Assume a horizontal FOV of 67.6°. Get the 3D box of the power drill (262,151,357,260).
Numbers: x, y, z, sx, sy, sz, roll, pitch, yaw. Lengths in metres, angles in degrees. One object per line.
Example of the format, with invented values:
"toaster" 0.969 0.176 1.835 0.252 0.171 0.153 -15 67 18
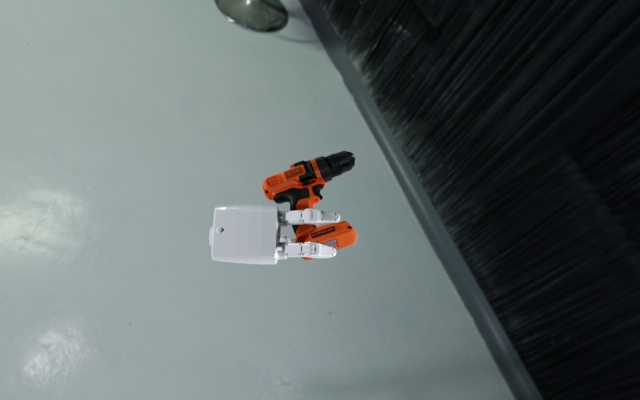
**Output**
"power drill" 0.000 0.003 0.862 0.184 0.187 0.057 -22 -36 0
